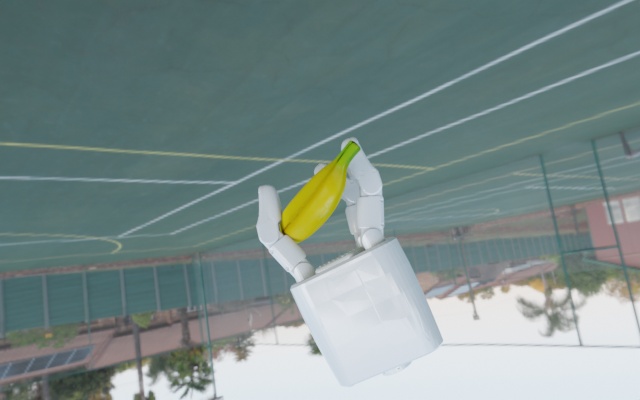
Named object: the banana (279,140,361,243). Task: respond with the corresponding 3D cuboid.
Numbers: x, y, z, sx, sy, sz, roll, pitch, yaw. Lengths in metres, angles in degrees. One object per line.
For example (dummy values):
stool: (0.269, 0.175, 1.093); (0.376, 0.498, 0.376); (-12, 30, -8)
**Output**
banana: (-0.011, 0.012, 0.478); (0.069, 0.037, 0.198); (-42, -2, -27)
